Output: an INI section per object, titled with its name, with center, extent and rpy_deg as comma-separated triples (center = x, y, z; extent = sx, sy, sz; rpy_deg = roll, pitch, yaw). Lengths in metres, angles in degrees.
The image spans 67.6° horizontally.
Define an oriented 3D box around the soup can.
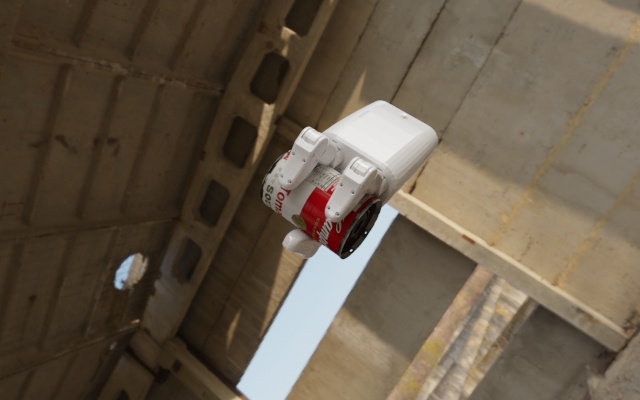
[soup can]
center = 0.000, 0.002, 0.471
extent = 0.102, 0.068, 0.068
rpy_deg = 34, 12, 19
